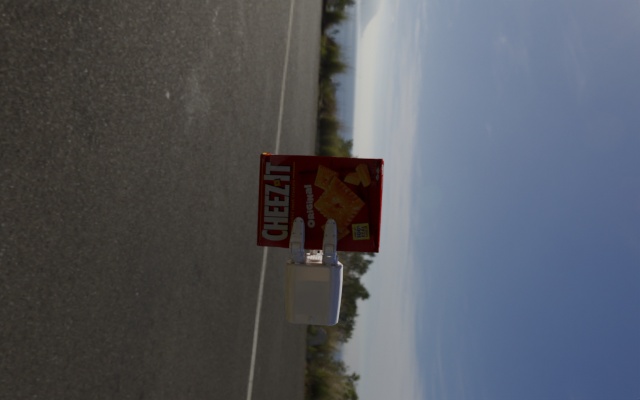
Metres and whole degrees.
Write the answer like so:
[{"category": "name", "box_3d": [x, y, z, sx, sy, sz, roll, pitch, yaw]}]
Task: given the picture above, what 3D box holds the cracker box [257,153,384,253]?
[{"category": "cracker box", "box_3d": [0.000, 0.003, 0.839, 0.213, 0.164, 0.072, 3, 4, 4]}]
